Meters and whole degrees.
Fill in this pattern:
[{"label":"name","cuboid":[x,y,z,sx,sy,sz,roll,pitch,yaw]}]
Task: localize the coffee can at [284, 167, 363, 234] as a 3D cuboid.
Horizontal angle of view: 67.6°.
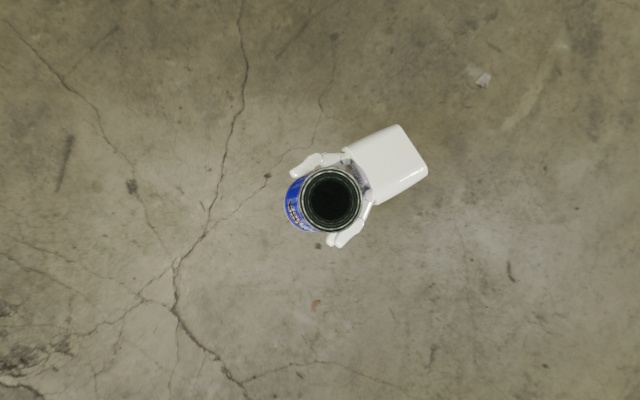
[{"label":"coffee can","cuboid":[0.000,0.003,0.795,0.103,0.103,0.140,0,-2,-14]}]
